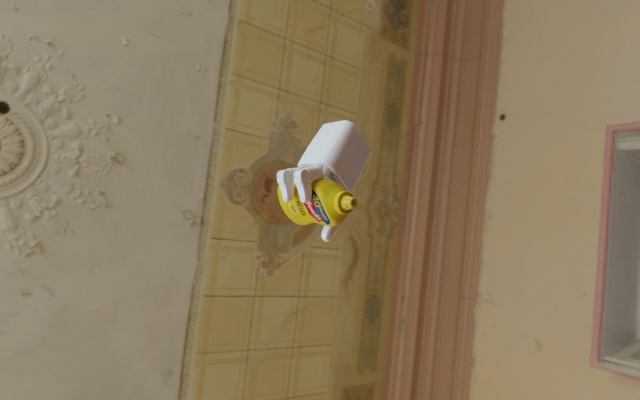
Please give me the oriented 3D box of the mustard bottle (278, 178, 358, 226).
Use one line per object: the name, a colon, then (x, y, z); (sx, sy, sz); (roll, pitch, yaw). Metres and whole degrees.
mustard bottle: (0.000, 0.003, 0.896); (0.058, 0.096, 0.191); (-37, 22, -32)
